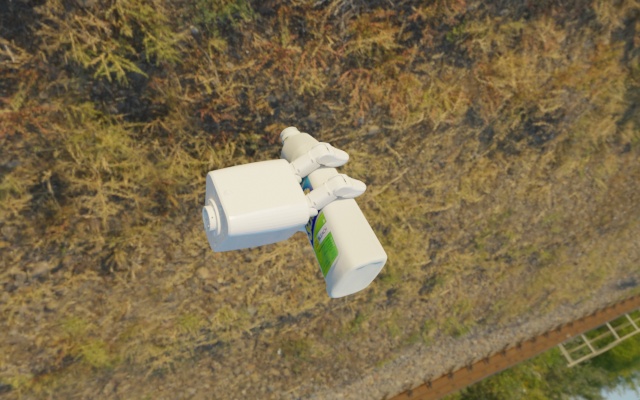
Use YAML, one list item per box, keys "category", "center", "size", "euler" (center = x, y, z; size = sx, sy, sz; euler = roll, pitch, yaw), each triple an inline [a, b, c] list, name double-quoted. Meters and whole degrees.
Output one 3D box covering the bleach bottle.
- category: "bleach bottle"
  center: [0.000, 0.002, 0.671]
  size: [0.068, 0.250, 0.103]
  euler: [-11, -32, -28]
